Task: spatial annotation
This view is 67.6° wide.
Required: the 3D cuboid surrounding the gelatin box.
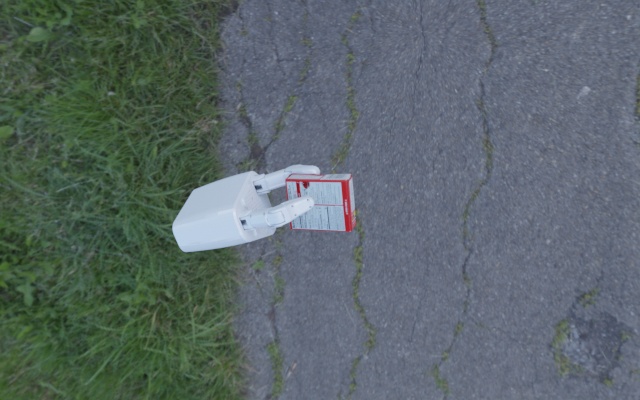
[{"bbox_3d":[0.000,0.002,0.637,0.089,0.073,0.030,2,22,20],"label":"gelatin box"}]
